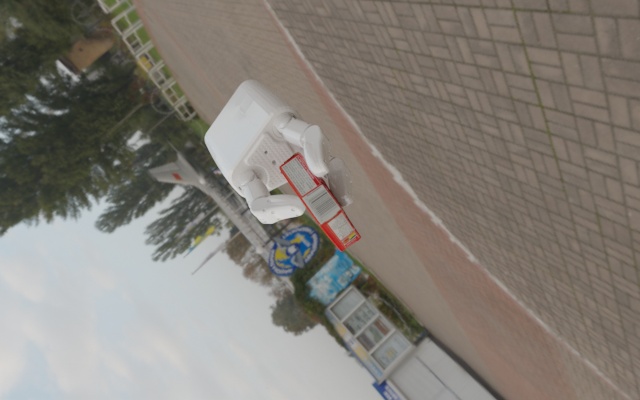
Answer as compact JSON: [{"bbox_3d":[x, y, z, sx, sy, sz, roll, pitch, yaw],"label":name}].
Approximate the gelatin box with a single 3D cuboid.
[{"bbox_3d":[0.000,0.002,0.496,0.030,0.089,0.073,-36,-33,-1],"label":"gelatin box"}]
